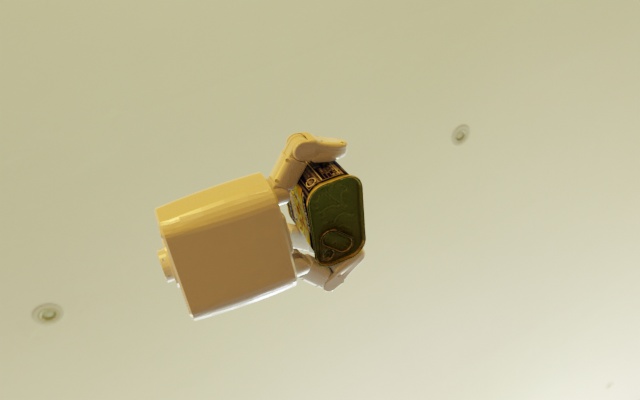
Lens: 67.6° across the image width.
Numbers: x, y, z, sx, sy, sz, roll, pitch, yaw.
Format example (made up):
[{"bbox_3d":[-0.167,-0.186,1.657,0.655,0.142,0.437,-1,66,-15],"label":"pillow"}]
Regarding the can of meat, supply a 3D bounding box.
[{"bbox_3d":[0.000,0.001,0.490,0.057,0.102,0.084,-20,39,-16],"label":"can of meat"}]
